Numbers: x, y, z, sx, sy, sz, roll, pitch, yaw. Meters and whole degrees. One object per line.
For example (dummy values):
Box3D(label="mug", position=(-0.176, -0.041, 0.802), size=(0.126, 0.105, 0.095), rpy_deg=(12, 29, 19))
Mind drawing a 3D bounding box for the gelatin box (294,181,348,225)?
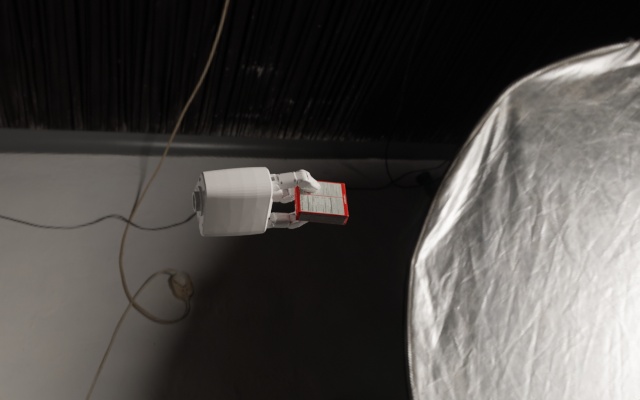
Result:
Box3D(label="gelatin box", position=(0.001, 0.002, 0.828), size=(0.089, 0.073, 0.030), rpy_deg=(5, -39, -13))
